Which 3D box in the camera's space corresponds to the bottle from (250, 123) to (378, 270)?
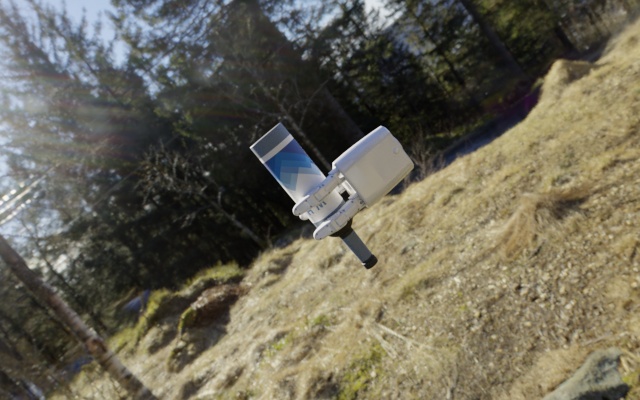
[{"bbox_3d":[0.000,0.003,0.822,0.069,0.296,0.069,-38,12,9],"label":"bottle"}]
